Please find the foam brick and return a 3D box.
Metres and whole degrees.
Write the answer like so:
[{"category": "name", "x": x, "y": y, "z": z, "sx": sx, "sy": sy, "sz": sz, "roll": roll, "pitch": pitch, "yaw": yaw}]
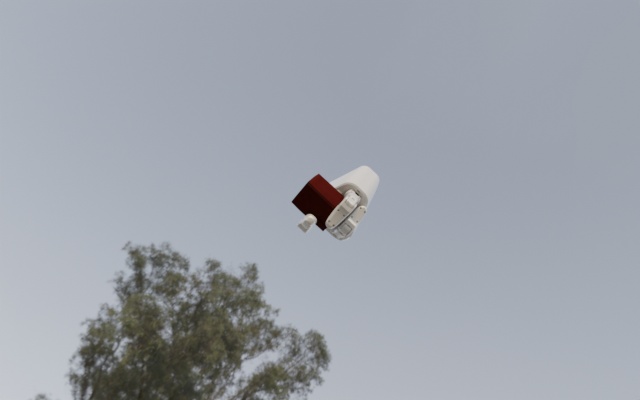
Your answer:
[{"category": "foam brick", "x": 0.000, "y": 0.002, "z": 0.822, "sx": 0.053, "sy": 0.078, "sz": 0.051, "roll": -46, "pitch": 1, "yaw": 31}]
